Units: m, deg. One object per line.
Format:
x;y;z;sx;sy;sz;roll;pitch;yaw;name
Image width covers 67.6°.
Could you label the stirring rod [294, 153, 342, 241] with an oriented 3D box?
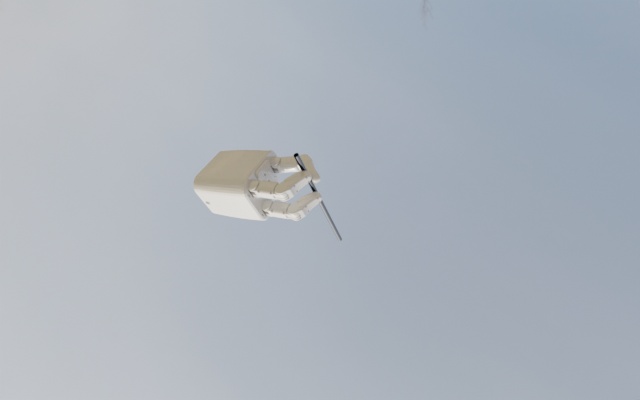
0.000;0.003;0.796;0.011;0.011;0.240;0;-35;22;stirring rod
